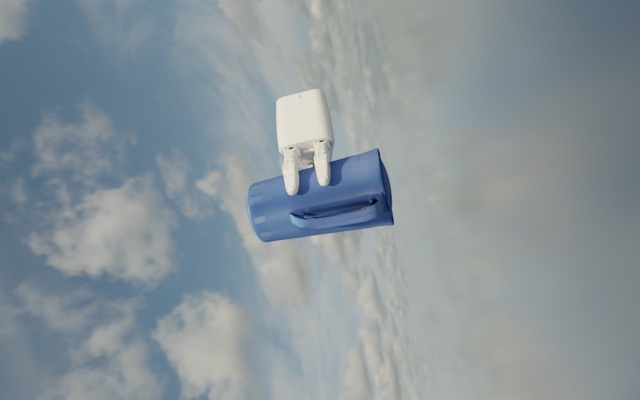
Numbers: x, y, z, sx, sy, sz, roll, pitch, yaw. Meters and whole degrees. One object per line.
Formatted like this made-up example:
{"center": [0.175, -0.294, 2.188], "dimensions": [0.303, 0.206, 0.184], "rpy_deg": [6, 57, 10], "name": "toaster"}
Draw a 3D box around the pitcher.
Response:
{"center": [0.000, 0.003, 0.817], "dimensions": [0.243, 0.145, 0.149], "rpy_deg": [-12, -23, 10], "name": "pitcher"}
